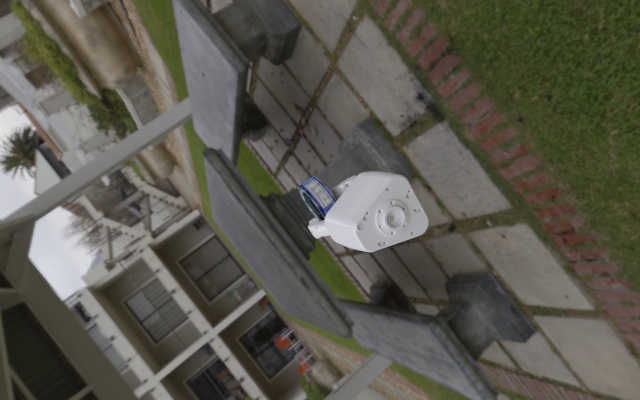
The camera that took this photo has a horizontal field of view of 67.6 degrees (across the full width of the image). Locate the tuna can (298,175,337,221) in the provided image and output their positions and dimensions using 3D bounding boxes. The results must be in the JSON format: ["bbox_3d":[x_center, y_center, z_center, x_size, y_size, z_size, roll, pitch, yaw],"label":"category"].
[{"bbox_3d":[0.000,0.003,0.793,0.034,0.086,0.086,-36,8,-11],"label":"tuna can"}]
